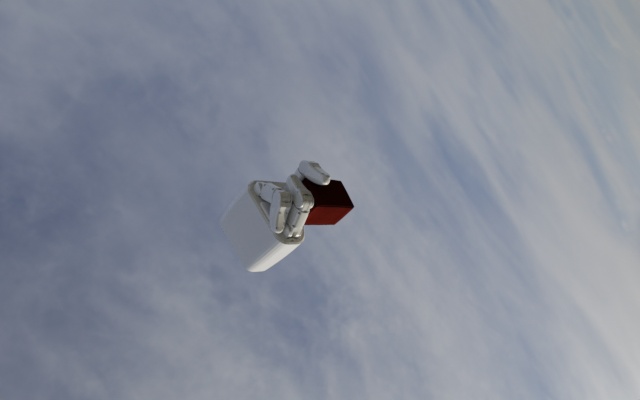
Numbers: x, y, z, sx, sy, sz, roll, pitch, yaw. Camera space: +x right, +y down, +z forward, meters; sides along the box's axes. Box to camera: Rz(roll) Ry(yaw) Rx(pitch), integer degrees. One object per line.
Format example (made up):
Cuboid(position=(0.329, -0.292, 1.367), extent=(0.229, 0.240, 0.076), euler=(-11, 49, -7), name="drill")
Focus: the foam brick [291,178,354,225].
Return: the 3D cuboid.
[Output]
Cuboid(position=(0.000, 0.002, 0.727), extent=(0.078, 0.053, 0.051), euler=(3, -38, -41), name="foam brick")
